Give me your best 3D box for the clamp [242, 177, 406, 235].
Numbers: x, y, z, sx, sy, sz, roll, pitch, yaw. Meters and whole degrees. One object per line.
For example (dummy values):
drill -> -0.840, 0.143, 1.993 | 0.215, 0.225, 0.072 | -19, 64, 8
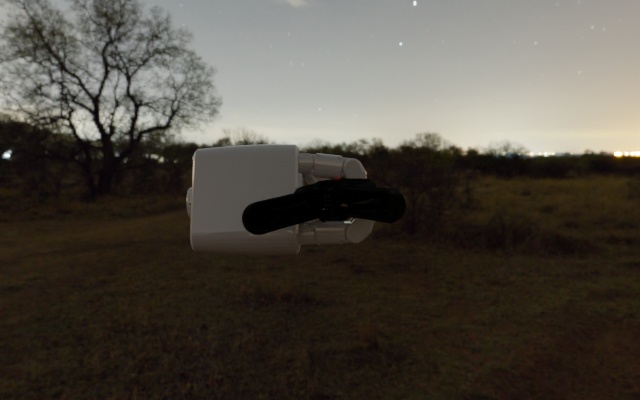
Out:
clamp -> 0.000, 0.001, 0.416 | 0.120, 0.039, 0.171 | -1, 4, -1
